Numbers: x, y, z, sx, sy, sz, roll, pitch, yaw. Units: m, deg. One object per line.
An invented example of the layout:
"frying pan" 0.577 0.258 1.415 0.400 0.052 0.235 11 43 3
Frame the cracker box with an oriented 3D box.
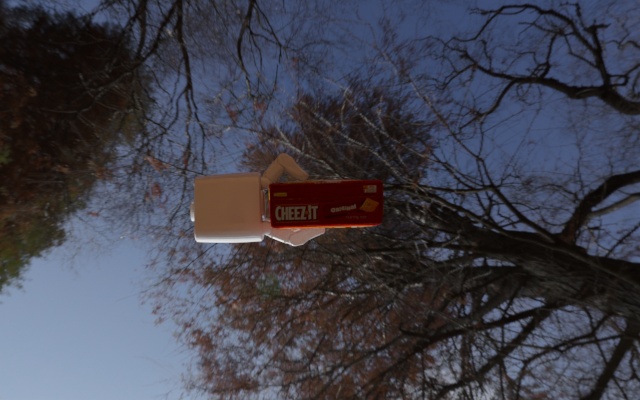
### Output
"cracker box" 0.000 0.002 0.778 0.164 0.072 0.213 -2 3 -5
